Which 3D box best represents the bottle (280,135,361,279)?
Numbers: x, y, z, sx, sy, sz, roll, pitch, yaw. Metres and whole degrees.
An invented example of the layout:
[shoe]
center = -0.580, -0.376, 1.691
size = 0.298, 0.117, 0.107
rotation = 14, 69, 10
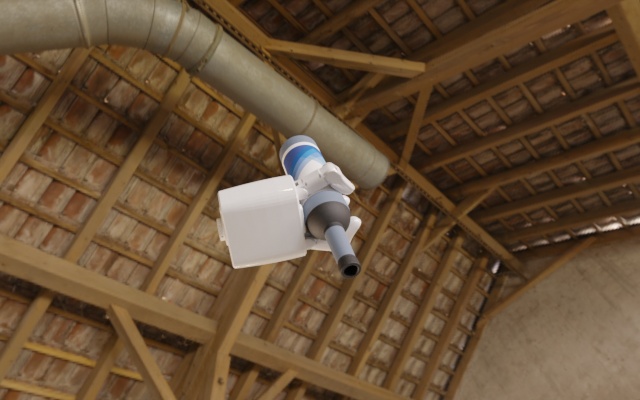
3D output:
[bottle]
center = 0.000, 0.002, 0.700
size = 0.069, 0.069, 0.295
rotation = 0, 35, -18
